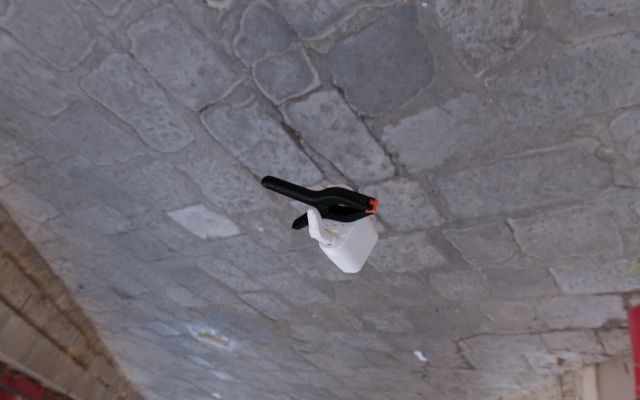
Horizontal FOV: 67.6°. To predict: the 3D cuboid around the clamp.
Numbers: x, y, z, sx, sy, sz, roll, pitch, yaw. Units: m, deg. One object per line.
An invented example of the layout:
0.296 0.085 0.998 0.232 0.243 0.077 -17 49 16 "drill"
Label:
0.001 0.004 0.888 0.210 0.036 0.165 -4 -36 30 "clamp"
